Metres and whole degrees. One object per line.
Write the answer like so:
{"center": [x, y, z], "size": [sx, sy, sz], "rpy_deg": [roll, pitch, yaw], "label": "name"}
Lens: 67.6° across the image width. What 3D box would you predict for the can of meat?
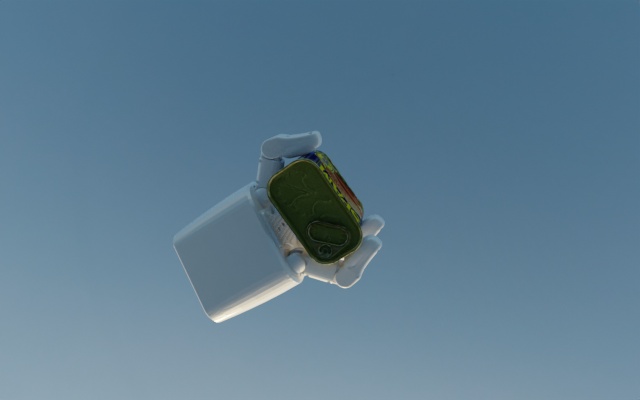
{"center": [0.000, 0.001, 0.481], "size": [0.057, 0.102, 0.084], "rpy_deg": [-33, 8, 15], "label": "can of meat"}
